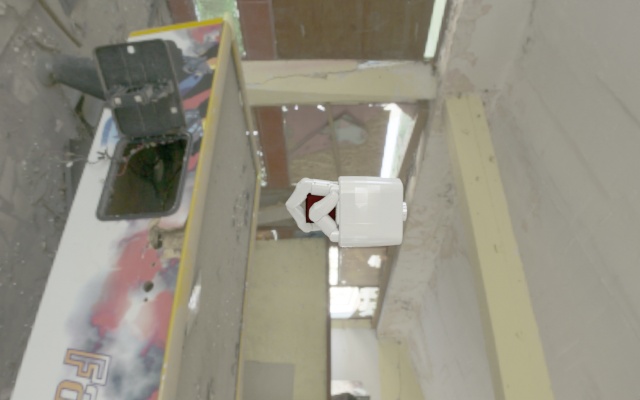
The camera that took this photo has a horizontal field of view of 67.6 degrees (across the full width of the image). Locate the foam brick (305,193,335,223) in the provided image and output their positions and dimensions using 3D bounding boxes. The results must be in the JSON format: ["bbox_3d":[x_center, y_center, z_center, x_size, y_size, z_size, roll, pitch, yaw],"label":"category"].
[{"bbox_3d":[0.000,0.003,0.843,0.051,0.053,0.078,0,21,0],"label":"foam brick"}]
